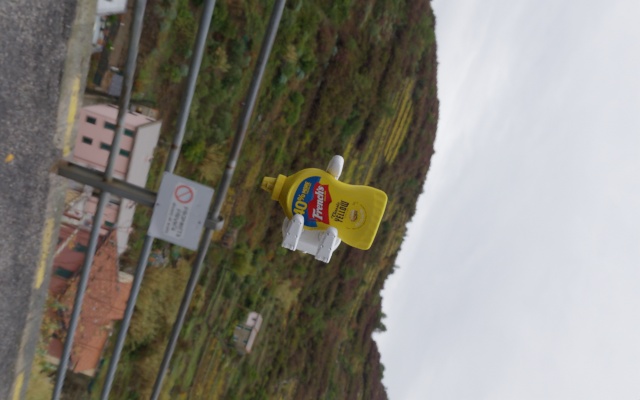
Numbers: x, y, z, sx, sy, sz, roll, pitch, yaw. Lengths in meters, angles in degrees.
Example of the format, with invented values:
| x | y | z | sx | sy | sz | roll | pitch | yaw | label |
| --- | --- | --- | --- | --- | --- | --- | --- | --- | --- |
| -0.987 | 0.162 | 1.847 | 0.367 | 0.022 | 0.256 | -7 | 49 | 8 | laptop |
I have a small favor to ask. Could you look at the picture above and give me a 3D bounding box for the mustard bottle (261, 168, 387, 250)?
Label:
| x | y | z | sx | sy | sz | roll | pitch | yaw | label |
| --- | --- | --- | --- | --- | --- | --- | --- | --- | --- |
| 0.000 | 0.003 | 0.747 | 0.191 | 0.096 | 0.058 | 19 | 8 | -1 | mustard bottle |
